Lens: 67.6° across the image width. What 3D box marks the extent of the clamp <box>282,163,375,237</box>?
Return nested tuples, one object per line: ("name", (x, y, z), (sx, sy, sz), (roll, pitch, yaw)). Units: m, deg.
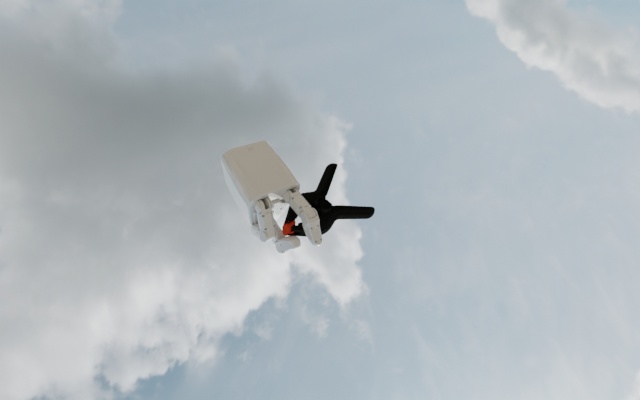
("clamp", (0.000, 0.003, 0.816), (0.171, 0.120, 0.039), (-20, -26, -33))
